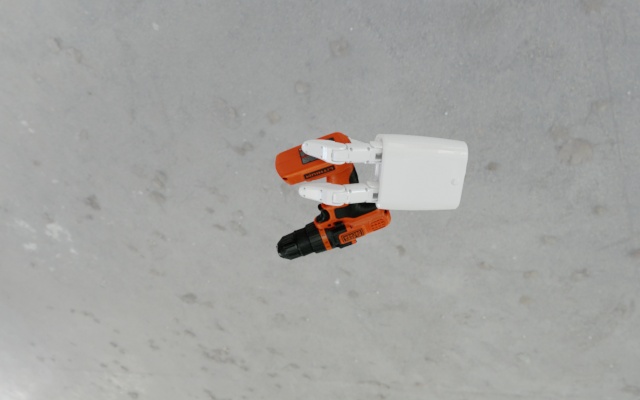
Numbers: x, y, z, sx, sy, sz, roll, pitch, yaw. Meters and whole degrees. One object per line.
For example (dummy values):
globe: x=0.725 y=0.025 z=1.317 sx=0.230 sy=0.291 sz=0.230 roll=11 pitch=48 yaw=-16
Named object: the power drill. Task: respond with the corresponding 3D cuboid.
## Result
power drill: x=0.000 y=0.002 z=0.691 sx=0.184 sy=0.057 sz=0.188 roll=-22 pitch=-44 yaw=1
